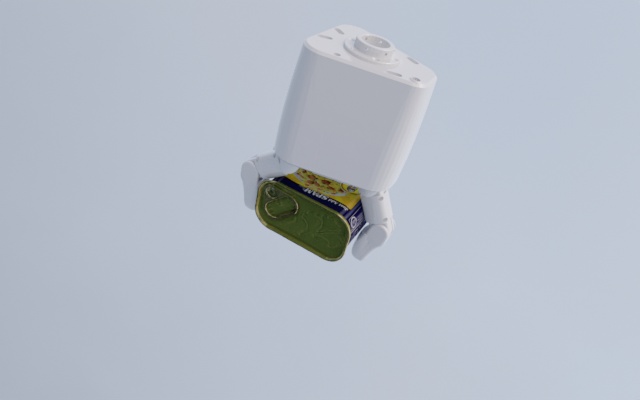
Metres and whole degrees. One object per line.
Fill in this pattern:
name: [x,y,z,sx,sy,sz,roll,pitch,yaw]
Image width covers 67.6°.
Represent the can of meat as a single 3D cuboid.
can of meat: [0.000,0.002,0.482,0.102,0.057,0.084,27,38,16]
